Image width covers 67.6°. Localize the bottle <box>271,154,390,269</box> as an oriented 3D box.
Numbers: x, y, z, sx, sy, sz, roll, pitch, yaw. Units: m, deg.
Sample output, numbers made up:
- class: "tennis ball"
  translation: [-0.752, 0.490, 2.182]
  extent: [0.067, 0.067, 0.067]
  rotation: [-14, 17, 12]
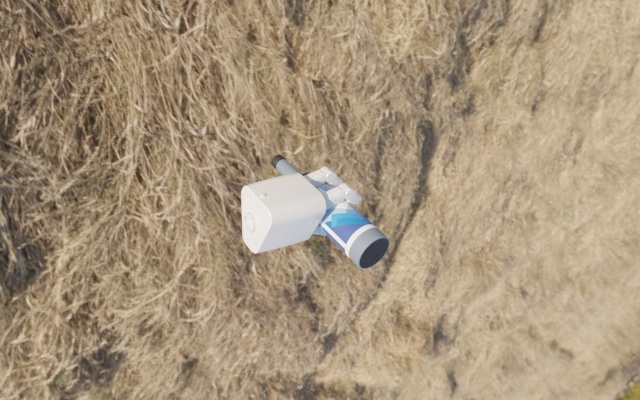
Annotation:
- class: "bottle"
  translation: [0.000, 0.003, 0.850]
  extent: [0.069, 0.069, 0.295]
  rotation: [0, 34, -45]
